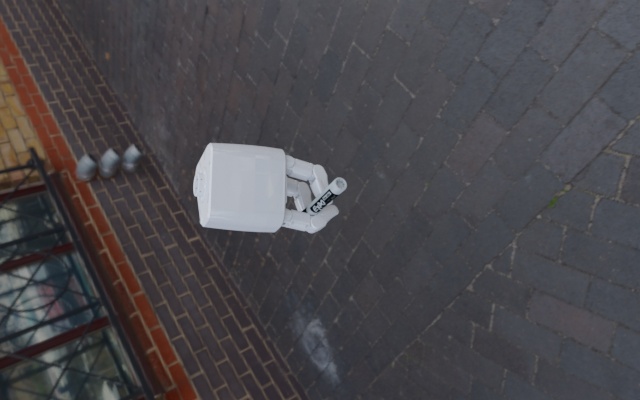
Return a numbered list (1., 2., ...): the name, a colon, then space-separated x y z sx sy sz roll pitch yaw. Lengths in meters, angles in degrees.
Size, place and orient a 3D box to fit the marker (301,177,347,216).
1. marker: 0.000 0.002 0.670 0.020 0.020 0.121 0 -24 -29
